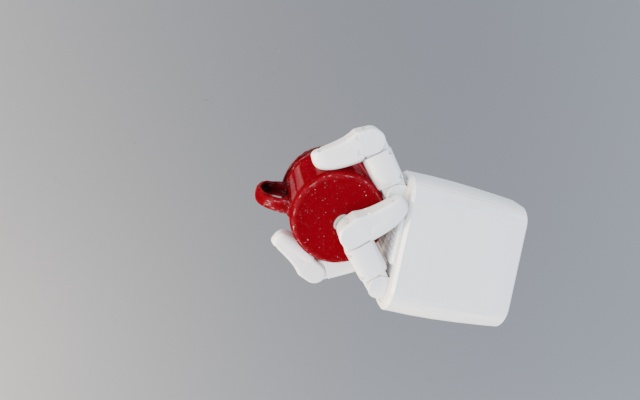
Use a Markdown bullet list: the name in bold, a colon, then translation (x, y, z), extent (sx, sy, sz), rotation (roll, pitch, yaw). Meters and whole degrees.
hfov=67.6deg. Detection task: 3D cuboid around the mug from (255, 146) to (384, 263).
- **mug**: translation (-0.001, 0.001, 0.425), extent (0.117, 0.093, 0.081), rotation (11, 16, -9)
